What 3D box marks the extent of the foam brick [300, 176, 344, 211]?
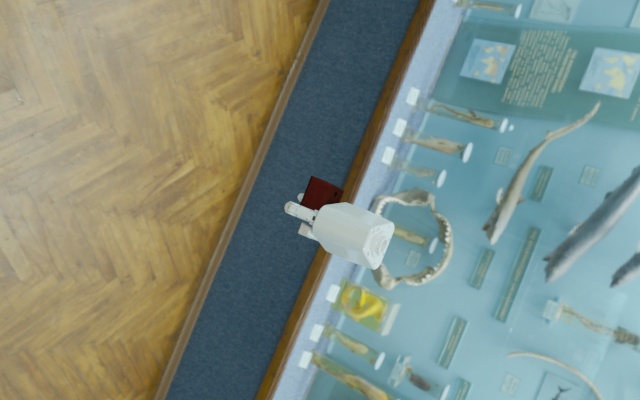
[{"bbox_3d":[0.000,0.003,0.891,0.051,0.078,0.053,21,-2,30],"label":"foam brick"}]
